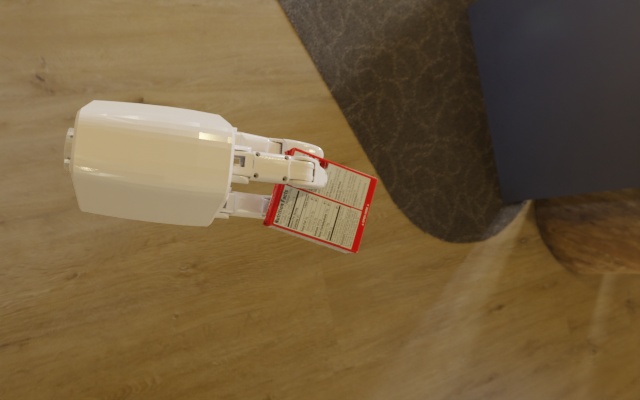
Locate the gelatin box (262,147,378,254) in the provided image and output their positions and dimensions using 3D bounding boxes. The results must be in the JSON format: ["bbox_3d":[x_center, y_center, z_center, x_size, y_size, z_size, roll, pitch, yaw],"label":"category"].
[{"bbox_3d":[0.001,0.001,0.436,0.089,0.073,0.030,19,-12,-15],"label":"gelatin box"}]
